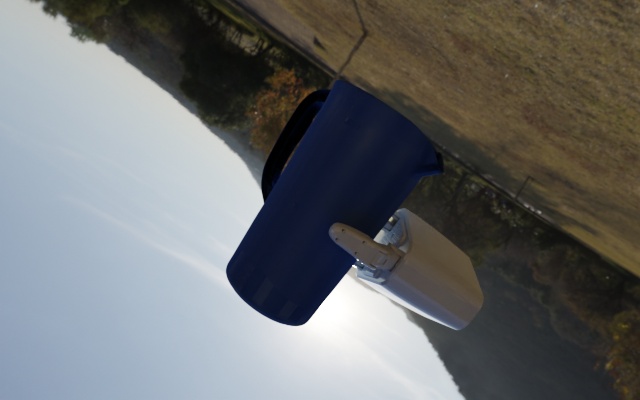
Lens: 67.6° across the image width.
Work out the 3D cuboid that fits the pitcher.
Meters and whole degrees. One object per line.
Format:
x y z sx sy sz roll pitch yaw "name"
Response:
0.000 0.002 0.512 0.145 0.243 0.149 34 6 -13 "pitcher"
